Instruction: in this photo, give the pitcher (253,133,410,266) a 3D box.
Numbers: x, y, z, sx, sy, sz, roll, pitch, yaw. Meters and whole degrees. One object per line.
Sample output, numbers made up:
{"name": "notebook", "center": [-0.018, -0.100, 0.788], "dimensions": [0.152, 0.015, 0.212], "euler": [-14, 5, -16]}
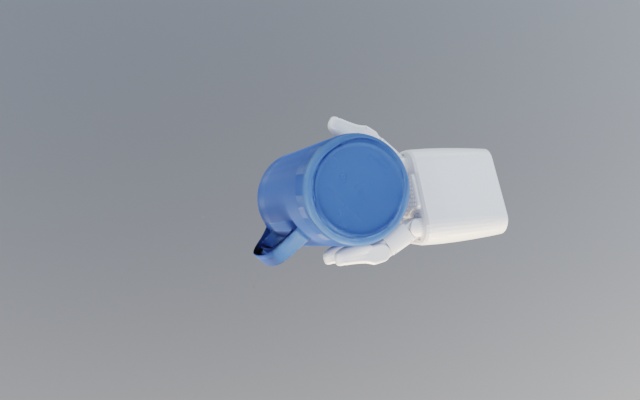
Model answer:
{"name": "pitcher", "center": [0.000, 0.002, 0.556], "dimensions": [0.145, 0.149, 0.243], "euler": [-2, -1, -14]}
